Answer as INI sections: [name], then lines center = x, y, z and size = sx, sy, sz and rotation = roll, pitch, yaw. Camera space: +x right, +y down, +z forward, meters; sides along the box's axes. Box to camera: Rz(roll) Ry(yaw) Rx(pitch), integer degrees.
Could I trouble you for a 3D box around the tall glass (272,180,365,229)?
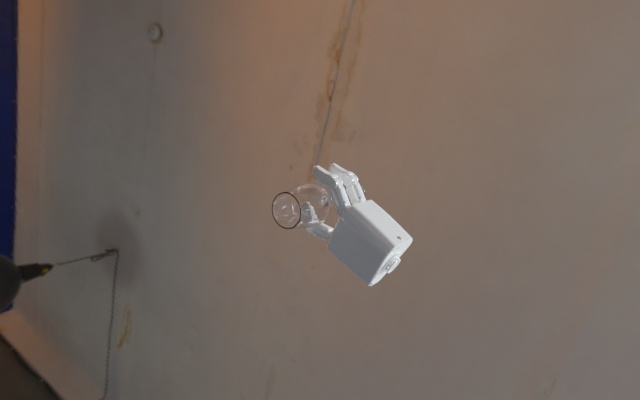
[tall glass]
center = 0.000, 0.003, 0.861
size = 0.079, 0.079, 0.201
rotation = 0, 8, 35
